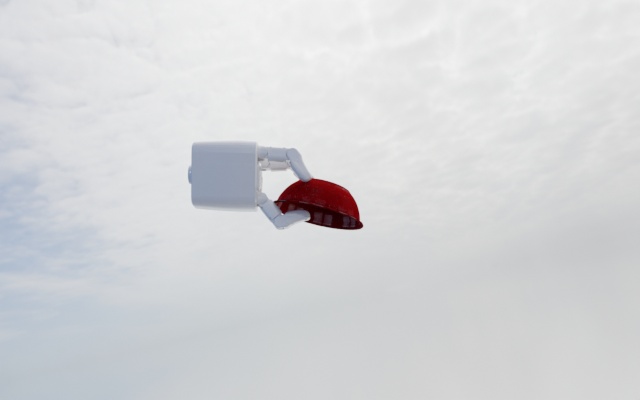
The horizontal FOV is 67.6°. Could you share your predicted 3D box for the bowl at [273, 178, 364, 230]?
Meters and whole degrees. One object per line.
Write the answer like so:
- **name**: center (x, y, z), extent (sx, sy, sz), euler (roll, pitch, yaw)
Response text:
- **bowl**: center (0.001, 0.003, 0.815), extent (0.162, 0.055, 0.162), euler (14, -13, 3)
